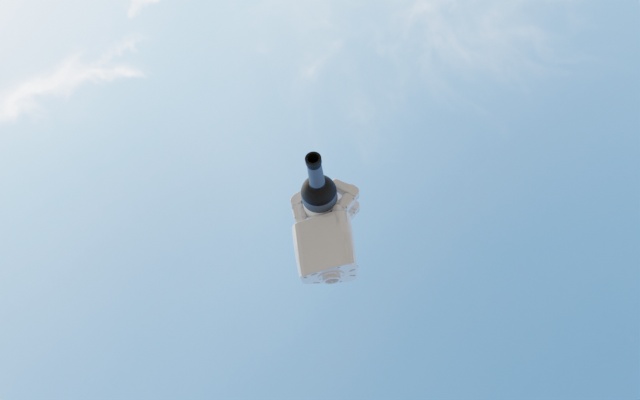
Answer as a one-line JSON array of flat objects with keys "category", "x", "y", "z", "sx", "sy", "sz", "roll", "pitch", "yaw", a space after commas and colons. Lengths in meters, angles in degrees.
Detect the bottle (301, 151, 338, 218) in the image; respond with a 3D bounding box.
[{"category": "bottle", "x": 0.000, "y": 0.003, "z": 0.900, "sx": 0.069, "sy": 0.069, "sz": 0.296, "roll": 0, "pitch": -29, "yaw": 5}]
